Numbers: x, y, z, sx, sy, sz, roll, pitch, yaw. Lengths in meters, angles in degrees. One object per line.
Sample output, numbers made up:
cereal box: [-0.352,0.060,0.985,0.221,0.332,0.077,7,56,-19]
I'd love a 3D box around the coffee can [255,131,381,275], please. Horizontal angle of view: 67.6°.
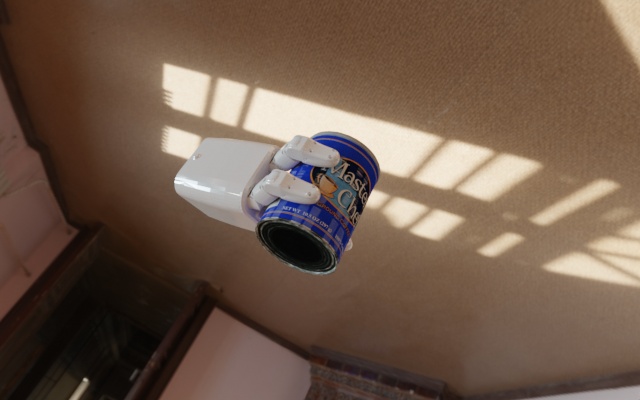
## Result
coffee can: [0.000,0.002,0.568,0.103,0.140,0.103,20,-33,14]
